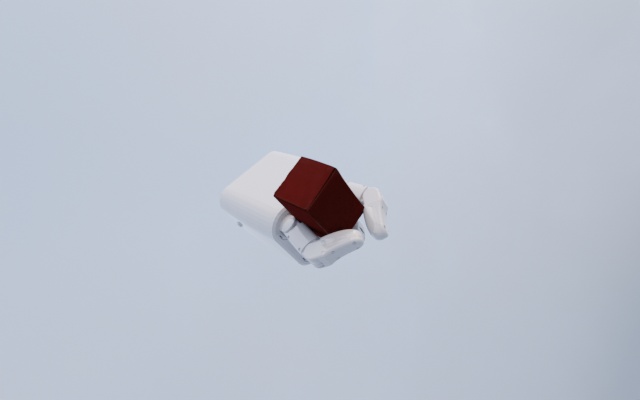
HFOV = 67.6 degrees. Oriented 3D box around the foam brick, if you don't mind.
[{"bbox_3d":[0.000,0.001,0.487,0.051,0.053,0.078,25,-17,39],"label":"foam brick"}]
